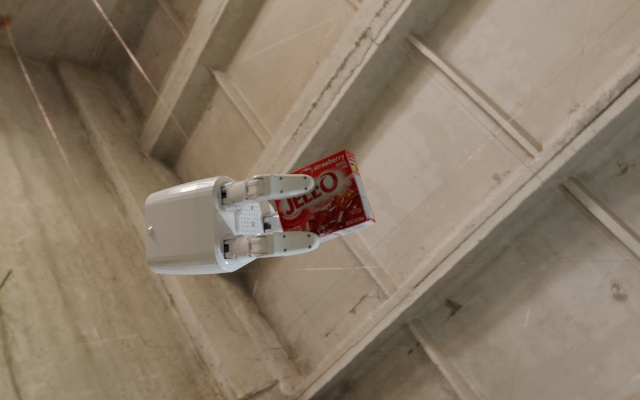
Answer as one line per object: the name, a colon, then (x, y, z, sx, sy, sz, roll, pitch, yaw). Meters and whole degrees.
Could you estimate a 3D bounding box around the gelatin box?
gelatin box: (0.001, 0.001, 0.467, 0.089, 0.073, 0.030, -21, -15, 21)
